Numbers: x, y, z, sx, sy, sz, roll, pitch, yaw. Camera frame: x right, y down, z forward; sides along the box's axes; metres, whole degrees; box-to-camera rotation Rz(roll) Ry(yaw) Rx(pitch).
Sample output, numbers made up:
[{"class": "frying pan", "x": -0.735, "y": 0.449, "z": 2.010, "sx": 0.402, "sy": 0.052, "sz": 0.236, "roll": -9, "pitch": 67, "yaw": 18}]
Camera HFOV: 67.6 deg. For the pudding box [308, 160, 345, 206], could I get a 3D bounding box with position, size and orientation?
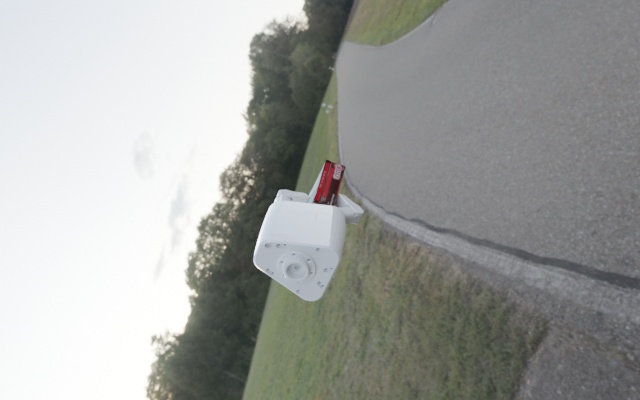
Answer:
[{"class": "pudding box", "x": 0.000, "y": 0.003, "z": 0.773, "sx": 0.039, "sy": 0.090, "sz": 0.113, "roll": 22, "pitch": -35, "yaw": -6}]
